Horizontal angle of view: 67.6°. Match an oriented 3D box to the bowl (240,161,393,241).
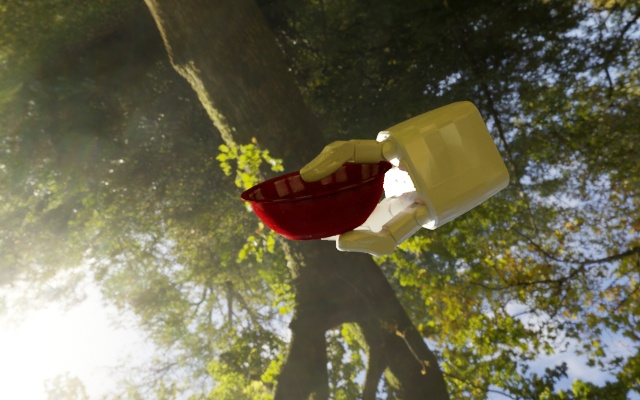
[{"bbox_3d":[-0.001,0.002,0.507,0.162,0.055,0.162,-11,12,2],"label":"bowl"}]
